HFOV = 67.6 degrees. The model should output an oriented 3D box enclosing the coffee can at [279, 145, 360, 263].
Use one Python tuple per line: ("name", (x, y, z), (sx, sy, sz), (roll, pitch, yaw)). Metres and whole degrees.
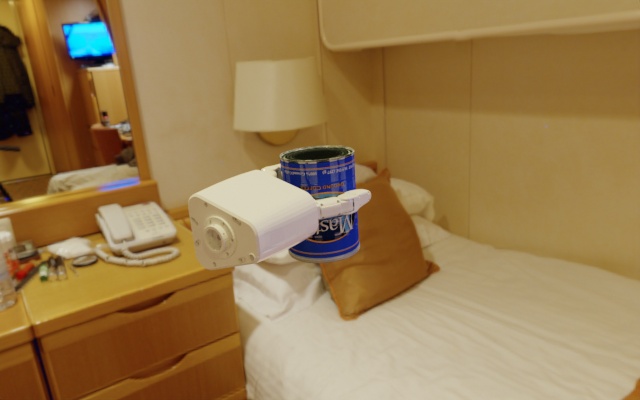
("coffee can", (0.000, 0.002, 0.662), (0.103, 0.140, 0.102), (-4, 17, 1))
